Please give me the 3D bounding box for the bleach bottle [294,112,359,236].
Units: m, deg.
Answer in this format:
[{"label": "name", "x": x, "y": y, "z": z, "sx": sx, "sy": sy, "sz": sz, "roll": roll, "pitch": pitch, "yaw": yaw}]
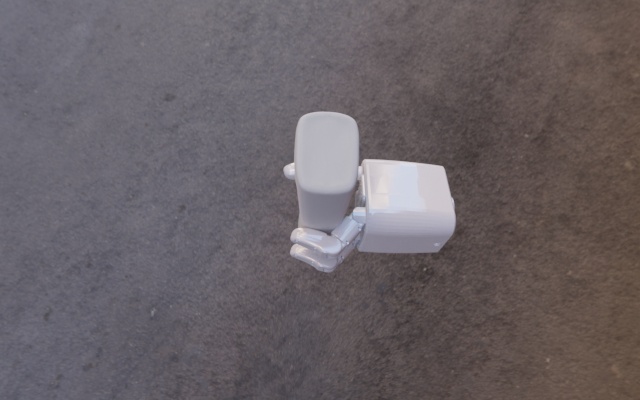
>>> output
[{"label": "bleach bottle", "x": 0.000, "y": 0.002, "z": 0.601, "sx": 0.068, "sy": 0.102, "sz": 0.251, "roll": 3, "pitch": -25, "yaw": -2}]
